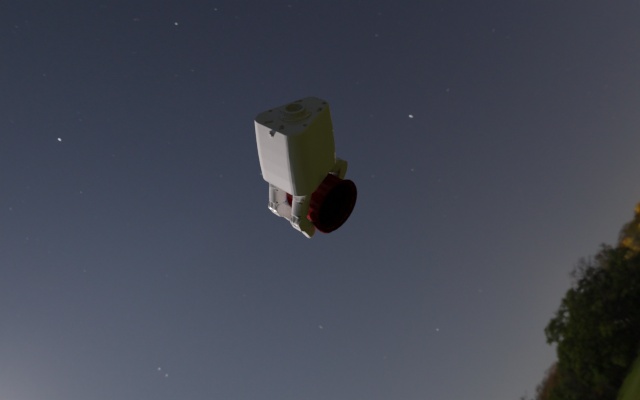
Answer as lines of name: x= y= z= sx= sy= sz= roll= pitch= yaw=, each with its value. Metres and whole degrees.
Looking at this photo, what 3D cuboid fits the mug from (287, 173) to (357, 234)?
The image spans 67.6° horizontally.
mug: x=0.000 y=0.004 z=0.790 sx=0.093 sy=0.117 sz=0.081 roll=-34 pitch=47 yaw=-32
